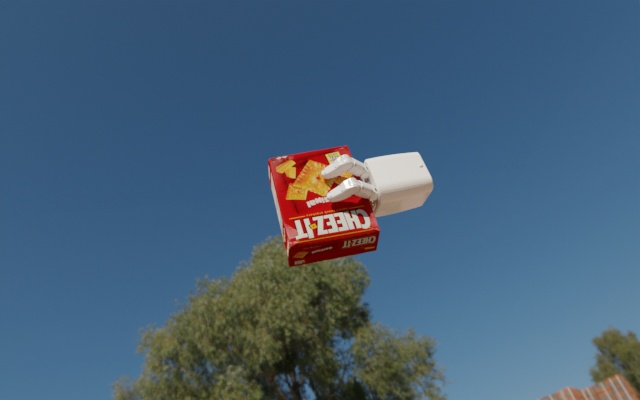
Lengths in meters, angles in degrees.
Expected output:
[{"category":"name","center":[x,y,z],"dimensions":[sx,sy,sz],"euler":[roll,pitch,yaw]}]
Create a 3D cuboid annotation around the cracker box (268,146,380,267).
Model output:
[{"category":"cracker box","center":[0.000,0.003,0.889],"dimensions":[0.164,0.213,0.072],"euler":[-10,-38,-10]}]
